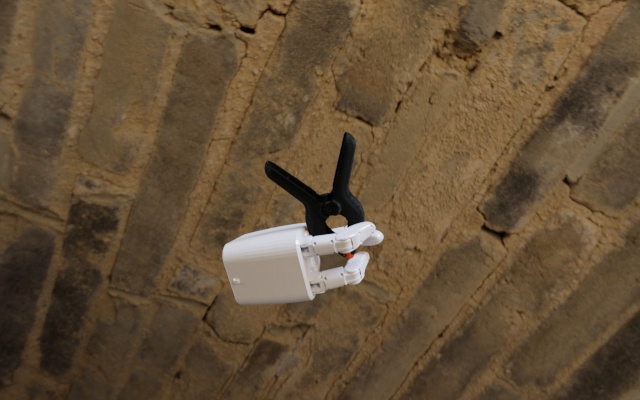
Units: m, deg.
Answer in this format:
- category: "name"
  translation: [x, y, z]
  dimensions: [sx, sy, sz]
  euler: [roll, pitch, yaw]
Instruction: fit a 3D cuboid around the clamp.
- category: "clamp"
  translation: [0.000, 0.002, 0.629]
  dimensions: [0.120, 0.171, 0.039]
  euler: [-9, 21, 10]
